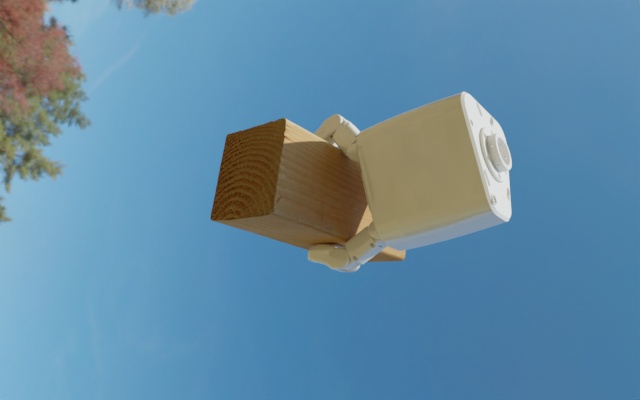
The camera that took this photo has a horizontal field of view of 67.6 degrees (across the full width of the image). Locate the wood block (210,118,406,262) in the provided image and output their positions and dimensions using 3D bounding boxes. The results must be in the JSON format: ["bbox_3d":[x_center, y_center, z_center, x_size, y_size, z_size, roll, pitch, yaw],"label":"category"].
[{"bbox_3d":[0.000,0.002,0.504,0.090,0.090,0.206,-7,-21,42],"label":"wood block"}]
